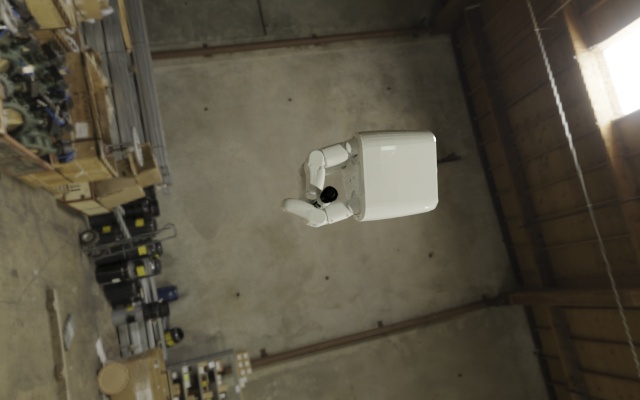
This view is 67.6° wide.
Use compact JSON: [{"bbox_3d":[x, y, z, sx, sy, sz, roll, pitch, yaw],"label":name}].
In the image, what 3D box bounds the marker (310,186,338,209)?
[{"bbox_3d":[0.000,0.002,0.605,0.020,0.020,0.121,0,-11,-12],"label":"marker"}]
